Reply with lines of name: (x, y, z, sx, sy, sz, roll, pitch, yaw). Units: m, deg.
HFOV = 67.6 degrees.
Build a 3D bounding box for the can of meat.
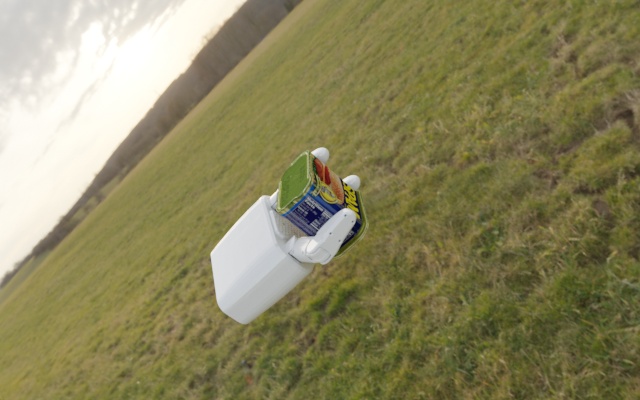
can of meat: (0.000, 0.002, 0.526, 0.084, 0.057, 0.102, 39, 21, -21)
